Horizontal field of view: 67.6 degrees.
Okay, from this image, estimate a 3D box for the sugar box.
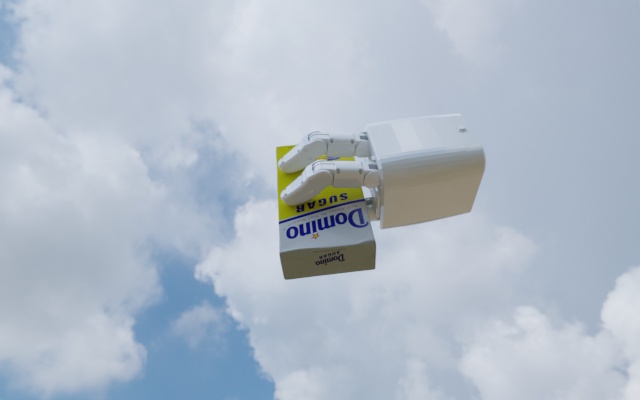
[{"bbox_3d":[0.000,0.001,0.516,0.093,0.048,0.176,-7,38,-2],"label":"sugar box"}]
